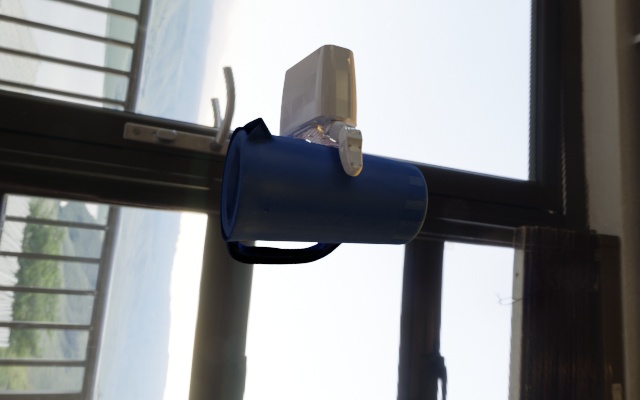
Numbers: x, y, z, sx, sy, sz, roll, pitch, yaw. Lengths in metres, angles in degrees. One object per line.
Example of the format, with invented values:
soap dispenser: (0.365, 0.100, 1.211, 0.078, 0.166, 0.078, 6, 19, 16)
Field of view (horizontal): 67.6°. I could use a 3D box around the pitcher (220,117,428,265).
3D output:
pitcher: (0.000, 0.002, 0.591, 0.243, 0.145, 0.149, 7, -19, -20)
